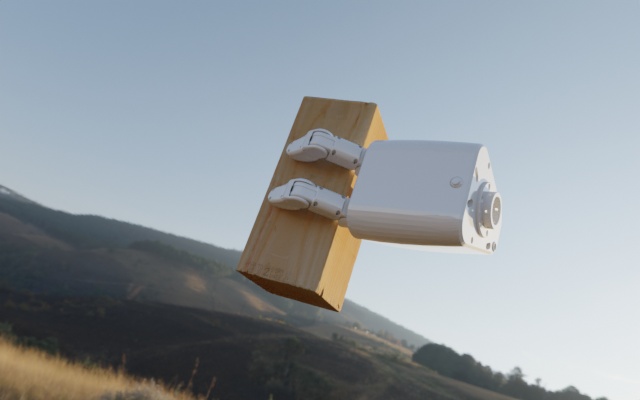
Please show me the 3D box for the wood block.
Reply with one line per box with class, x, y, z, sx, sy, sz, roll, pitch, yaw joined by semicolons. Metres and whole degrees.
wood block;0.001;0.002;0.516;0.090;0.206;0.091;11;-22;23
